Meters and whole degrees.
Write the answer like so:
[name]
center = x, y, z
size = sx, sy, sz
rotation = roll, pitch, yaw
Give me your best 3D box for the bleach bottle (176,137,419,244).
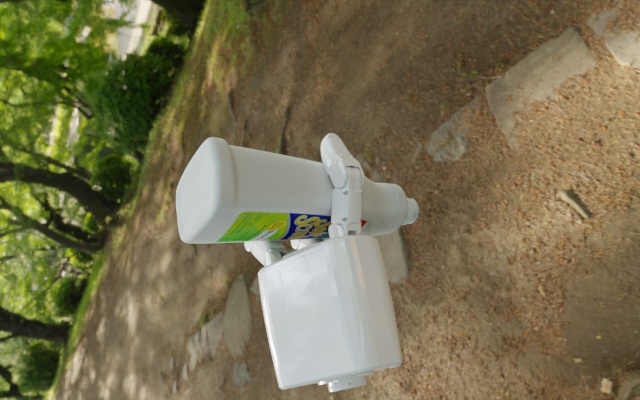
[bleach bottle]
center = 0.000, 0.001, 0.457
size = 0.251, 0.068, 0.103
rotation = 4, -28, -34
